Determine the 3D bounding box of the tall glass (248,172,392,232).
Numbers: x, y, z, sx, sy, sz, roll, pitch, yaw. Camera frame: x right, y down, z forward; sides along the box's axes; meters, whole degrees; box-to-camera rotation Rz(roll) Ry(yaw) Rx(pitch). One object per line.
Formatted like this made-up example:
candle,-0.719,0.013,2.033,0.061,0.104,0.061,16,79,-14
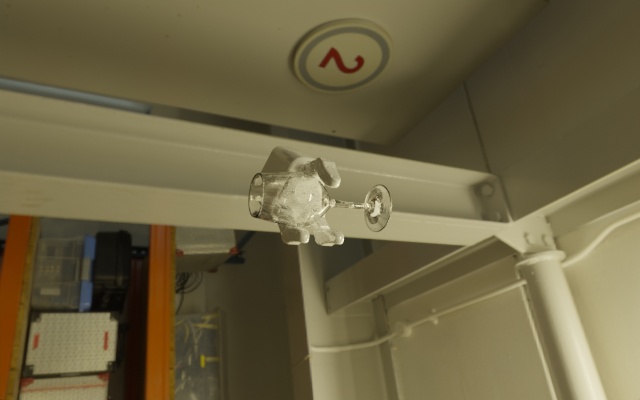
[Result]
tall glass,0.001,0.002,0.694,0.201,0.079,0.079,6,-3,-27
